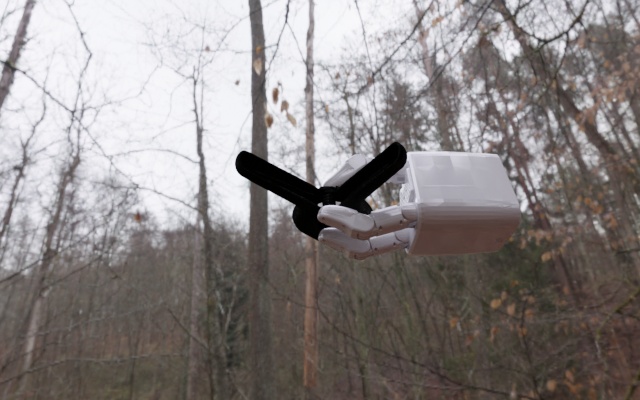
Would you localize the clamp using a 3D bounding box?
[{"bbox_3d":[0.000,0.001,0.530,0.164,0.036,0.210,2,-29,2],"label":"clamp"}]
